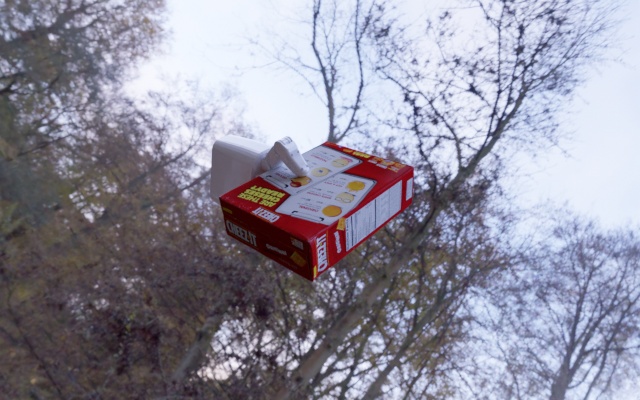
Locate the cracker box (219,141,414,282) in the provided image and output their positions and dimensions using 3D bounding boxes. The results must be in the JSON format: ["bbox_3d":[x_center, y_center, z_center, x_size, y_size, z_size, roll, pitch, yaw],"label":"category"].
[{"bbox_3d":[0.000,0.002,0.649,0.164,0.072,0.213,22,41,37],"label":"cracker box"}]
